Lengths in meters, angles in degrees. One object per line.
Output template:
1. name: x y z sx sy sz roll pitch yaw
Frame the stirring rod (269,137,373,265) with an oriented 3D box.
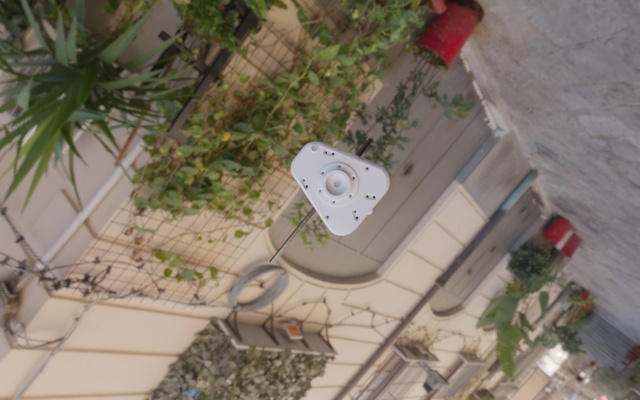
1. stirring rod: 0.000 0.002 0.717 0.011 0.239 0.011 39 6 -5
